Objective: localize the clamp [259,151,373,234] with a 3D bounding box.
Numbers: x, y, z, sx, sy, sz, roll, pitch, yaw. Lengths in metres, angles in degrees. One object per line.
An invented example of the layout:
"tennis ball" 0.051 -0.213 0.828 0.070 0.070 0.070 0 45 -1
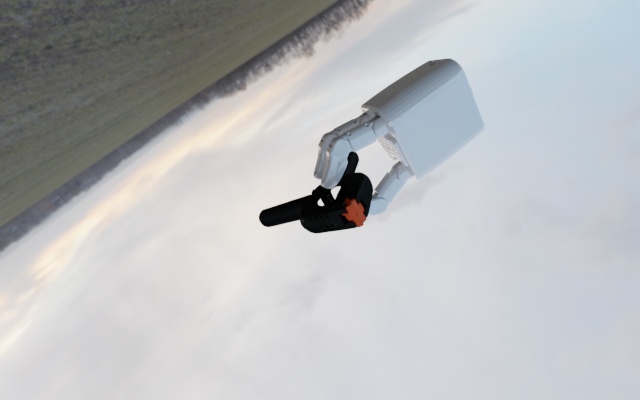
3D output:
"clamp" 0.001 0.003 0.582 0.164 0.036 0.210 -35 17 -1
